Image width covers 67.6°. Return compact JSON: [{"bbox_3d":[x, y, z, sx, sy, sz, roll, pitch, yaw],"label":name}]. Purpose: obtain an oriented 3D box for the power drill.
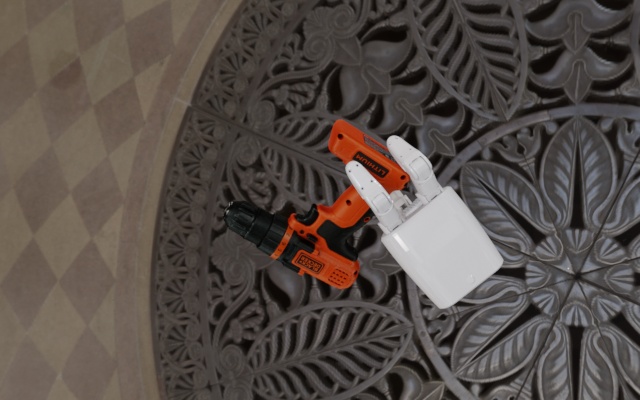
[{"bbox_3d":[0.001,0.002,0.565,0.184,0.188,0.057,29,24,-14],"label":"power drill"}]
